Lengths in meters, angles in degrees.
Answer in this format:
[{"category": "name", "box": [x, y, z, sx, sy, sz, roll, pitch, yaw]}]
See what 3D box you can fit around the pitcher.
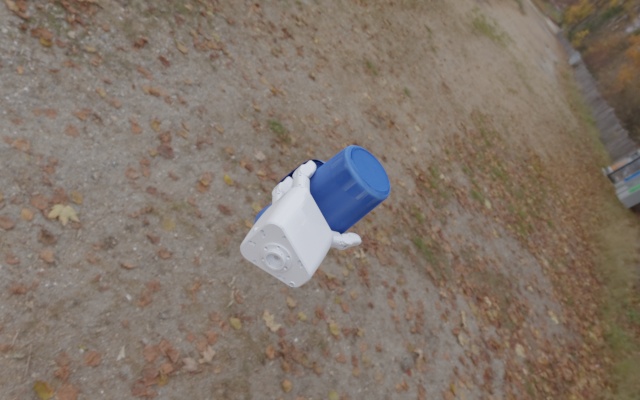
[{"category": "pitcher", "box": [0.000, 0.003, 0.853, 0.243, 0.149, 0.145, -38, 7, 33]}]
